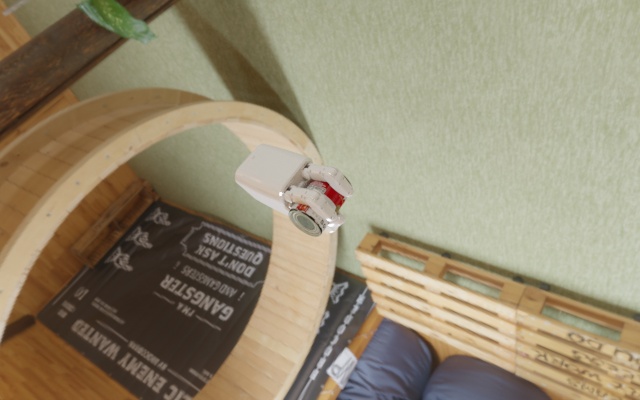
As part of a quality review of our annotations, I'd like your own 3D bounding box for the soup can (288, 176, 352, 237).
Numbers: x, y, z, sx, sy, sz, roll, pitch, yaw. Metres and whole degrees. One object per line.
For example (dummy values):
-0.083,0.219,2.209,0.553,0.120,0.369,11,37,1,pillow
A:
0.000,0.003,0.812,0.068,0.102,0.068,28,-28,17,soup can
